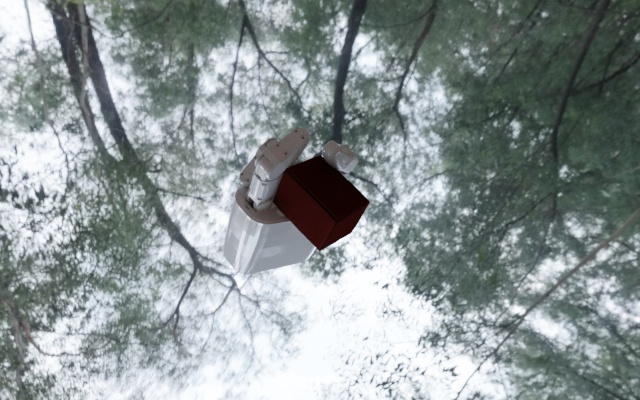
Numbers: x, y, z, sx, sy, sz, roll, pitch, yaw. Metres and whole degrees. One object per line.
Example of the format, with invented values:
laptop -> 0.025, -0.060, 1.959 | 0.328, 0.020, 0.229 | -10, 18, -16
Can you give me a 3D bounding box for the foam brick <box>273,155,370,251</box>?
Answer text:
foam brick -> 0.000, 0.002, 0.486 | 0.053, 0.051, 0.078 | -26, 62, -41
